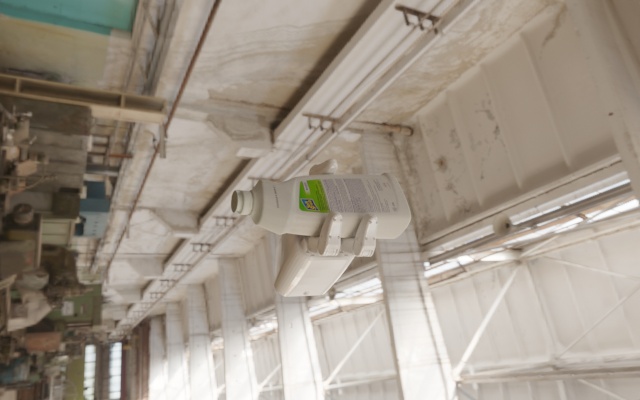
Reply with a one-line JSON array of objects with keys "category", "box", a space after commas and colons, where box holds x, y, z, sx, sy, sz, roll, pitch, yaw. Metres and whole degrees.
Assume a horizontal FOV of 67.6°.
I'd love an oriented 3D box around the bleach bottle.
[{"category": "bleach bottle", "box": [0.000, 0.002, 0.663, 0.251, 0.102, 0.068, 4, -42, -28]}]
